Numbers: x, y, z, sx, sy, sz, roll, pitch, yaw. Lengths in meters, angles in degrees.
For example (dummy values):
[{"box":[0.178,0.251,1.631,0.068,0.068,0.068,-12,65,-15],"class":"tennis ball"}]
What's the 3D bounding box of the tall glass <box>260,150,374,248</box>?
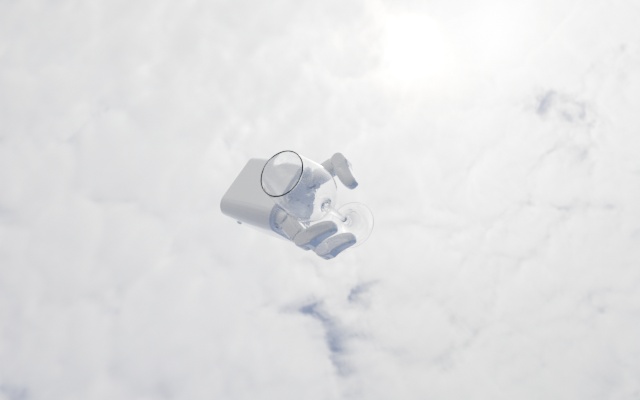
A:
[{"box":[0.001,0.002,0.654,0.079,0.079,0.201,0,-21,30],"class":"tall glass"}]
